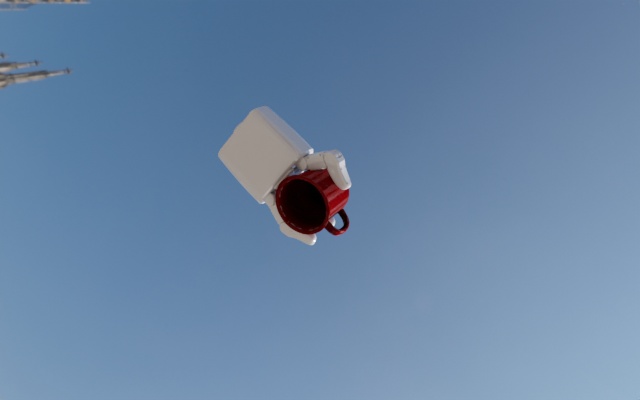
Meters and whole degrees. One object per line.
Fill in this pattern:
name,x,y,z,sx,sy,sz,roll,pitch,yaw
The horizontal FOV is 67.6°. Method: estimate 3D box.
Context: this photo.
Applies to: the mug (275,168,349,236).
mug,0.001,0.003,0.725,0.093,0.117,0.081,-48,-8,36
